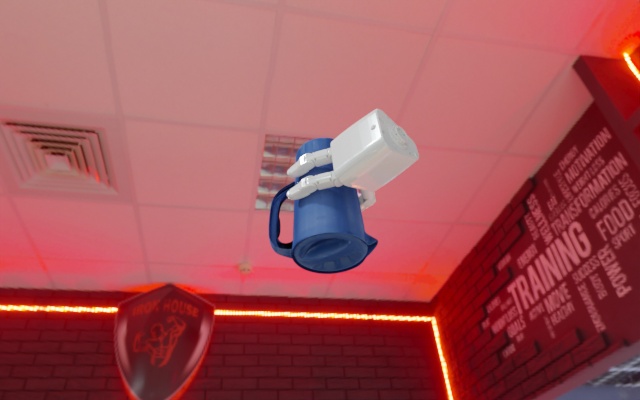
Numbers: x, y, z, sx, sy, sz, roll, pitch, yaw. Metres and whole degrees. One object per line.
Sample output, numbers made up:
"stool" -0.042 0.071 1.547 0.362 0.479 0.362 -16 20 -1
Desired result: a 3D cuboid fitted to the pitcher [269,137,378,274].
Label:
"pitcher" 0.000 0.003 0.880 0.149 0.242 0.145 28 -48 -34
